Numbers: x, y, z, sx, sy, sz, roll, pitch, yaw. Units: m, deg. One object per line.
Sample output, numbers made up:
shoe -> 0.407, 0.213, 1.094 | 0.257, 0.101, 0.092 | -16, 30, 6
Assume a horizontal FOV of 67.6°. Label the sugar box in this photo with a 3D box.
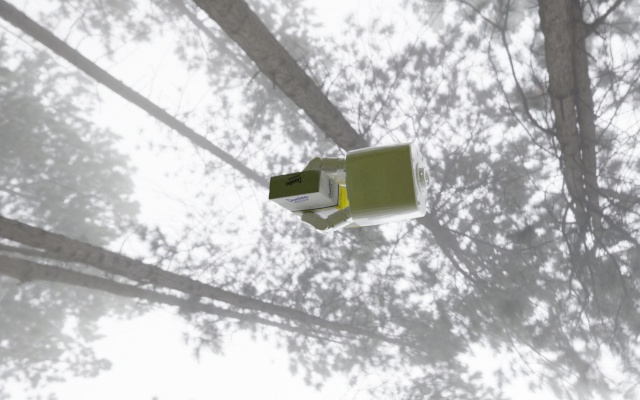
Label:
sugar box -> 0.000, 0.002, 0.794 | 0.093, 0.048, 0.176 | -7, -25, 27
